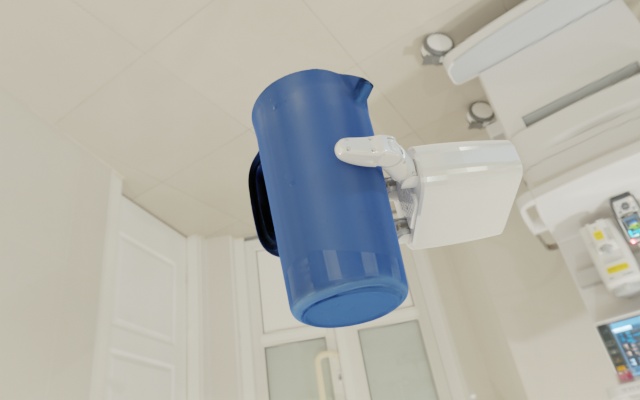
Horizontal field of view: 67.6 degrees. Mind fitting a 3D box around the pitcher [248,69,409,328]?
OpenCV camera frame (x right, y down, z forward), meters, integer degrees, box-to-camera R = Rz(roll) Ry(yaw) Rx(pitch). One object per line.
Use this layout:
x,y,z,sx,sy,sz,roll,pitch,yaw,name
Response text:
0.000,0.002,0.490,0.145,0.242,0.149,-6,-32,-7,pitcher
